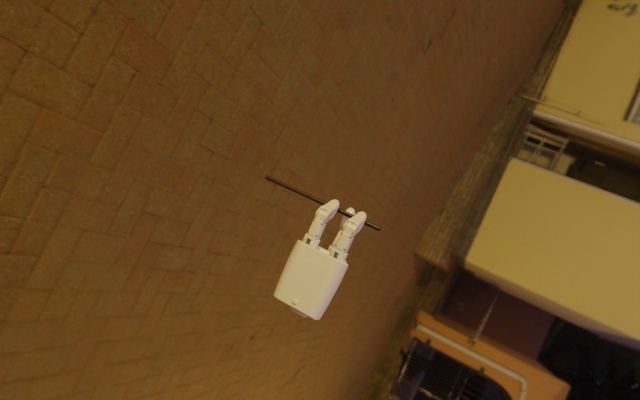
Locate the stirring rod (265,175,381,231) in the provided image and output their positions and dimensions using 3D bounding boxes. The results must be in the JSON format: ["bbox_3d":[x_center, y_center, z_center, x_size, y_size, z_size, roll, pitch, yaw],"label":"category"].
[{"bbox_3d":[0.000,0.003,0.866,0.239,0.011,0.011,25,9,20],"label":"stirring rod"}]
